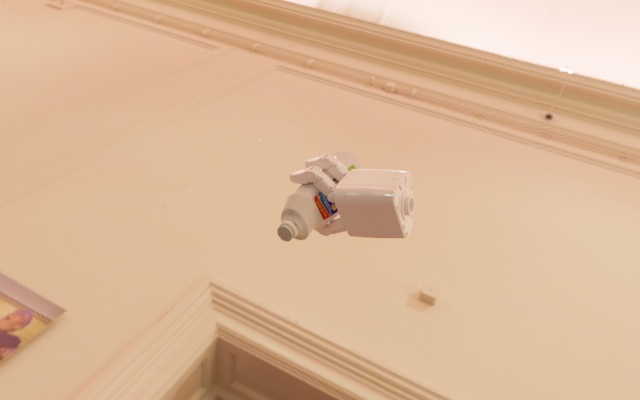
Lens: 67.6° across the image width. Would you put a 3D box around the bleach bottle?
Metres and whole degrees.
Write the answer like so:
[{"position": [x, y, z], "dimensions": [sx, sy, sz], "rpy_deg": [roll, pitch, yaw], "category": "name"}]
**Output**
[{"position": [0.000, 0.003, 0.858], "dimensions": [0.068, 0.103, 0.250], "rpy_deg": [2, 29, 29], "category": "bleach bottle"}]
